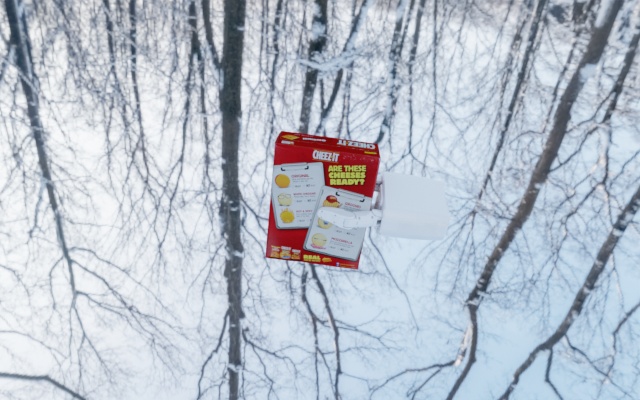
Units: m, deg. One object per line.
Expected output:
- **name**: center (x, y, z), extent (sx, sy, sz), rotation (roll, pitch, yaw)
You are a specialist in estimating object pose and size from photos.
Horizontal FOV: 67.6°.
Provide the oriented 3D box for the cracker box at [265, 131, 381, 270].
- **cracker box**: center (0.000, 0.003, 0.793), extent (0.164, 0.214, 0.072), rotation (8, 28, -1)
